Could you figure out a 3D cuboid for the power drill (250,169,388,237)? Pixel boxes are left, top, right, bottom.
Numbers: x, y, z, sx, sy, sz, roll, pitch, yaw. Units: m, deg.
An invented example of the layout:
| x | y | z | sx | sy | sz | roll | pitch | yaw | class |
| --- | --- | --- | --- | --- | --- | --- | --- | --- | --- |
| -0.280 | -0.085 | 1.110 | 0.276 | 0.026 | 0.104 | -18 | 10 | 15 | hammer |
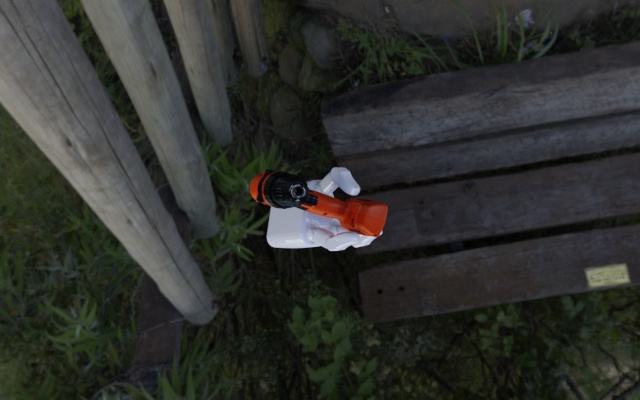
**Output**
| x | y | z | sx | sy | sz | roll | pitch | yaw | class |
| --- | --- | --- | --- | --- | --- | --- | --- | --- | --- |
| 0.000 | 0.002 | 0.698 | 0.188 | 0.057 | 0.184 | 19 | -2 | -21 | power drill |
